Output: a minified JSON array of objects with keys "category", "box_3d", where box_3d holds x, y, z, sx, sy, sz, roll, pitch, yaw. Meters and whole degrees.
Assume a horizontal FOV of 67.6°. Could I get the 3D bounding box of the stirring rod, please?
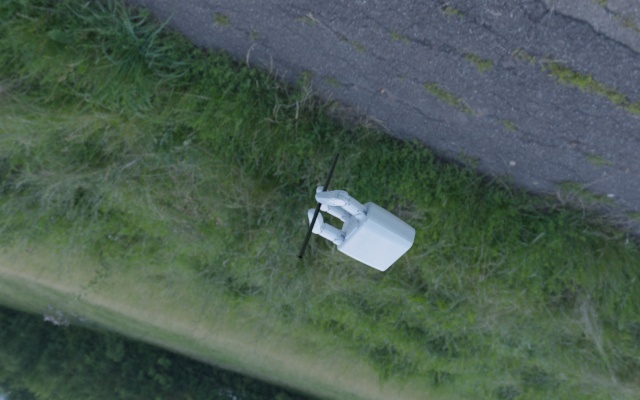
[{"category":"stirring rod","box_3d":[0.000,0.003,0.882,0.011,0.239,0.011,14,-34,10]}]
